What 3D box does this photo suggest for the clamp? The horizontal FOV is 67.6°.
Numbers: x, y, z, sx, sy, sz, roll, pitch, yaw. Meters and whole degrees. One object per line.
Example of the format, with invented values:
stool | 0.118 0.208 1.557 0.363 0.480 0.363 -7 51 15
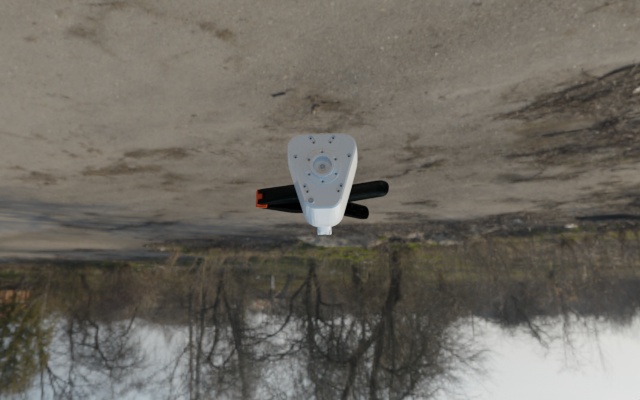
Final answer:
clamp | 0.000 0.003 0.796 0.210 0.036 0.165 -1 -17 1
